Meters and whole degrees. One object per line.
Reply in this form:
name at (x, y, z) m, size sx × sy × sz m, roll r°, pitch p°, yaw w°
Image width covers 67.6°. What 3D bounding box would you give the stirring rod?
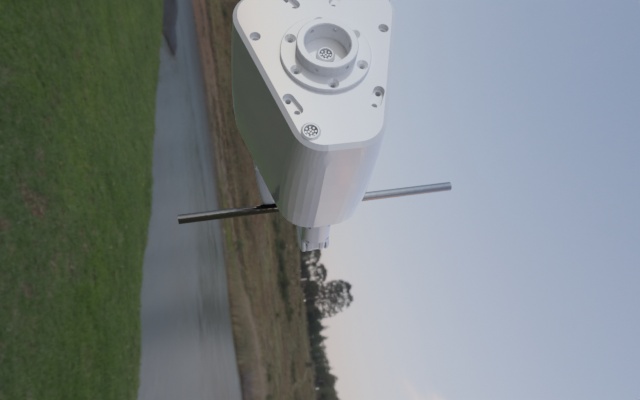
stirring rod at (0.000, 0.001, 0.416) m, size 0.239 × 0.011 × 0.011 m, roll -7°, pitch 1°, yaw -9°
